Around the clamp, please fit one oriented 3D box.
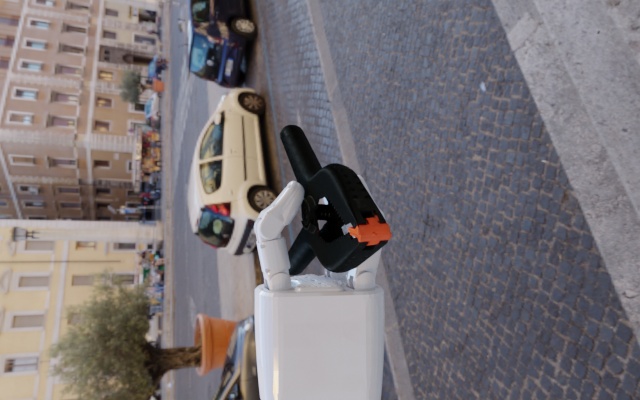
[{"bbox_3d":[0.000,0.002,0.444,0.036,0.164,0.210,-4,2,-22],"label":"clamp"}]
